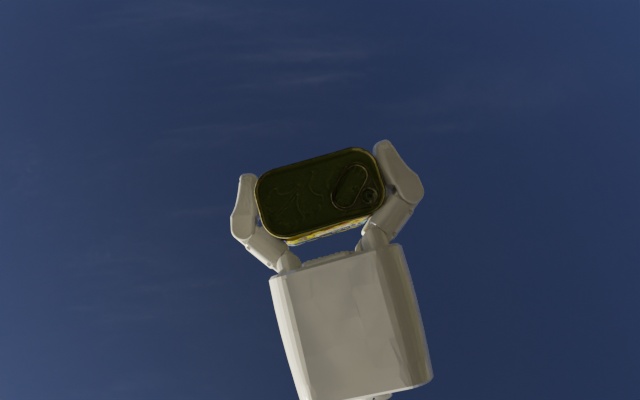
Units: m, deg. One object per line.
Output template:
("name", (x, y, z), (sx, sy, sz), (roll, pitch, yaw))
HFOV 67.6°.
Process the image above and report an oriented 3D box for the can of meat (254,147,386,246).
("can of meat", (0.000, 0.001, 0.418), (0.102, 0.057, 0.084), (-16, -12, -3))
